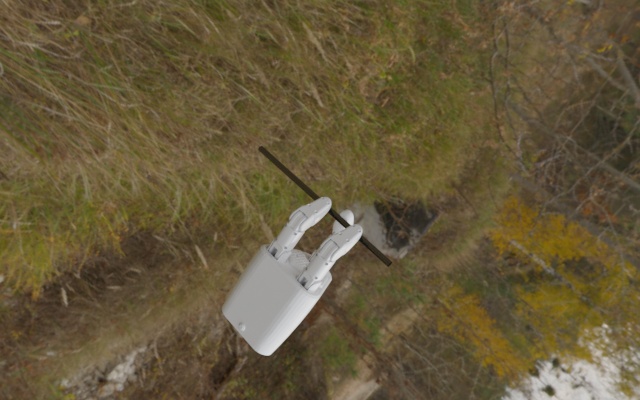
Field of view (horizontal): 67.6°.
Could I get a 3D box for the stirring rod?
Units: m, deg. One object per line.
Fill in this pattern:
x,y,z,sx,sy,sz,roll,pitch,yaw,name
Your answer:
0.000,0.002,0.616,0.239,0.011,0.011,42,18,22,stirring rod
